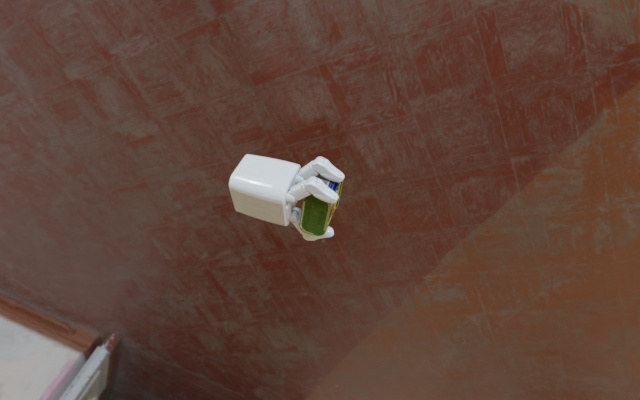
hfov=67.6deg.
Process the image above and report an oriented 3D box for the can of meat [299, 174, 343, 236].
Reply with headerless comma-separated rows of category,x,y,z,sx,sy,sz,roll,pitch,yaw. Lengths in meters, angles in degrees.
can of meat,0.000,0.003,0.875,0.057,0.102,0.084,16,42,7
